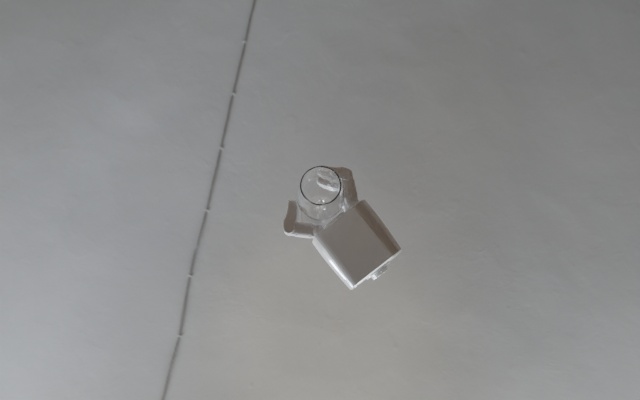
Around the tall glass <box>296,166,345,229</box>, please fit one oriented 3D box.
[{"bbox_3d":[0.000,0.003,0.808,0.079,0.079,0.201,0,-15,0],"label":"tall glass"}]
